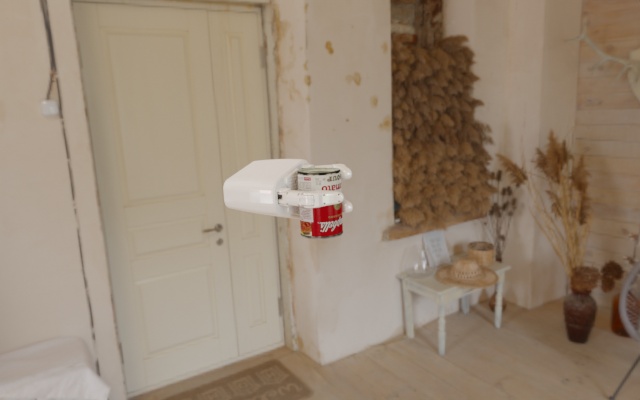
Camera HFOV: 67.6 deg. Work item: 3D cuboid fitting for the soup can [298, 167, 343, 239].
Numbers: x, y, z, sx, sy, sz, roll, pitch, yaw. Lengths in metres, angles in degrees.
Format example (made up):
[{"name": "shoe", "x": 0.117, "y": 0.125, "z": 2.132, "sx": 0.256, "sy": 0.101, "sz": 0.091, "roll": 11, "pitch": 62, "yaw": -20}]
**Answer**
[{"name": "soup can", "x": 0.000, "y": 0.002, "z": 0.745, "sx": 0.068, "sy": 0.102, "sz": 0.068, "roll": -2, "pitch": 11, "yaw": 0}]
